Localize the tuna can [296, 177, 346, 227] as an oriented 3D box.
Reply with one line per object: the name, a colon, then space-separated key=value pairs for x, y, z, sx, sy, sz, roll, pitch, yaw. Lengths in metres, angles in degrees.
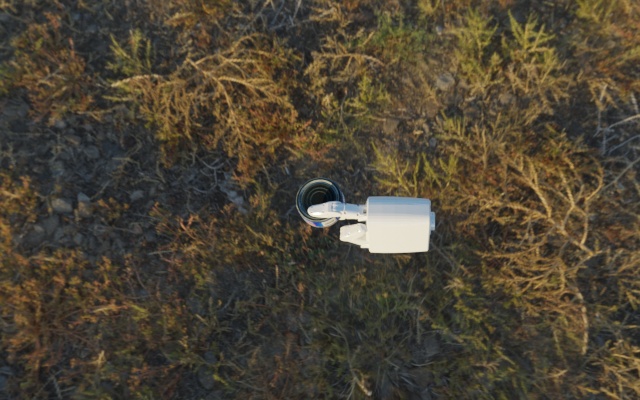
tuna can: x=0.000 y=0.003 z=0.853 sx=0.086 sy=0.086 sz=0.034 roll=0 pitch=-19 yaw=13
